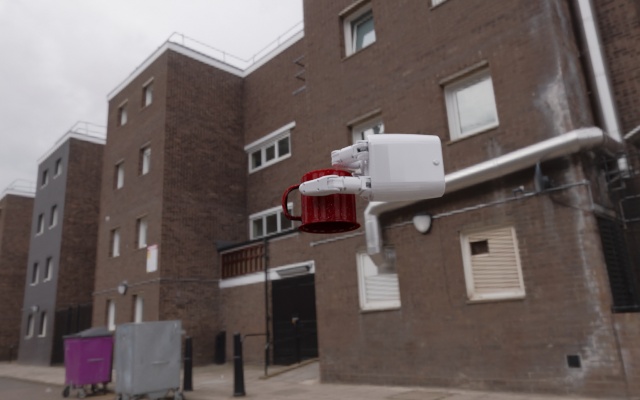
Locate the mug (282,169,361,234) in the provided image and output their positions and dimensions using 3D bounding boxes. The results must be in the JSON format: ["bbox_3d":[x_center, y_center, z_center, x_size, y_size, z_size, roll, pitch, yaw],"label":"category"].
[{"bbox_3d":[-0.001,0.002,0.722,0.117,0.081,0.093,-2,-15,-3],"label":"mug"}]
